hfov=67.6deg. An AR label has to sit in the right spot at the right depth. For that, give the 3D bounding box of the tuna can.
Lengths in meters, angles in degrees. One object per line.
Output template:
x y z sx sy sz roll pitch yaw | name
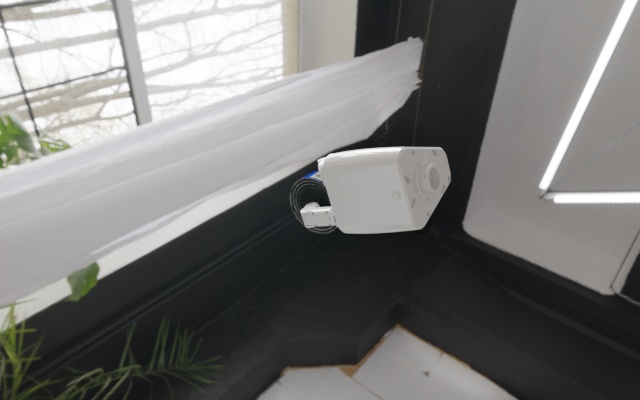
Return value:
0.000 0.002 0.674 0.086 0.086 0.033 0 24 38 | tuna can
